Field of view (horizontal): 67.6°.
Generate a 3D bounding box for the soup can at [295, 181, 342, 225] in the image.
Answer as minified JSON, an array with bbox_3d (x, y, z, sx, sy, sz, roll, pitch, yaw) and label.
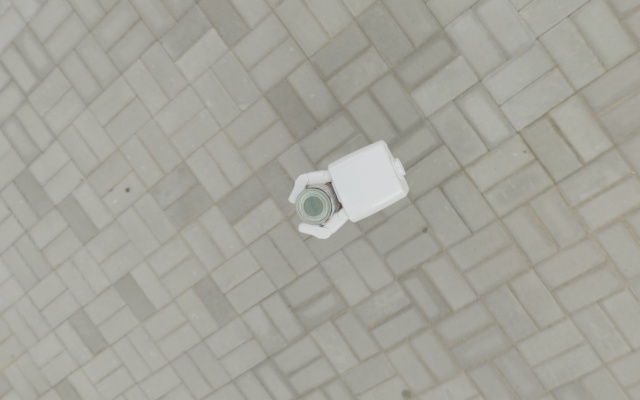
[{"bbox_3d":[0.000,0.003,0.866,0.068,0.068,0.102,0,9,14],"label":"soup can"}]
